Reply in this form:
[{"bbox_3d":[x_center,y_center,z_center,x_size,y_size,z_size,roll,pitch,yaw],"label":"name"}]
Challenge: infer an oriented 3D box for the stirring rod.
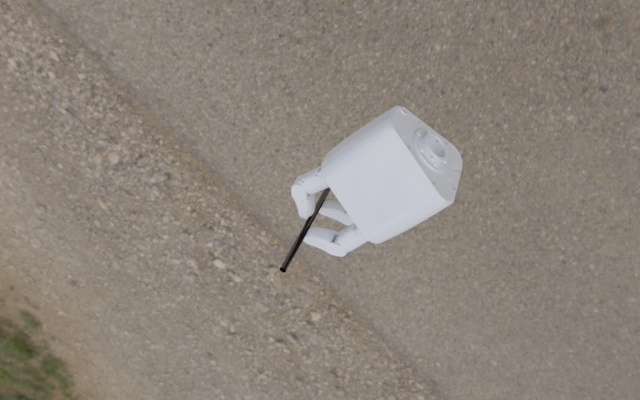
[{"bbox_3d":[0.000,0.002,0.615,0.011,0.011,0.239,0,39,27],"label":"stirring rod"}]
